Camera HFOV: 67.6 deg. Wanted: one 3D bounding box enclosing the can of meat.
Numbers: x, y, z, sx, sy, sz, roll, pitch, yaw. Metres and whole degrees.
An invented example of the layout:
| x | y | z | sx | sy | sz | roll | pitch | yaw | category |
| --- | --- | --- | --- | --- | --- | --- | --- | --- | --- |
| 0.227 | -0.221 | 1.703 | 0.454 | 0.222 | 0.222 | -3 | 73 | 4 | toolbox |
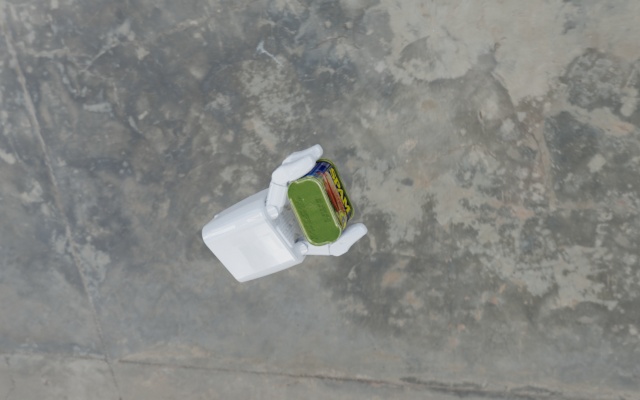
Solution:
| x | y | z | sx | sy | sz | roll | pitch | yaw | category |
| --- | --- | --- | --- | --- | --- | --- | --- | --- | --- |
| 0.000 | 0.002 | 0.656 | 0.057 | 0.102 | 0.084 | -19 | 14 | 20 | can of meat |
